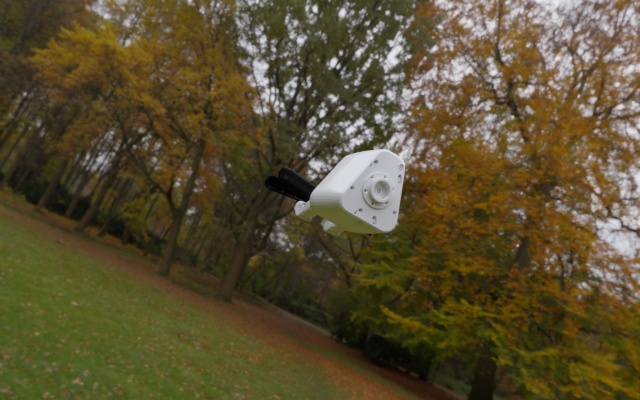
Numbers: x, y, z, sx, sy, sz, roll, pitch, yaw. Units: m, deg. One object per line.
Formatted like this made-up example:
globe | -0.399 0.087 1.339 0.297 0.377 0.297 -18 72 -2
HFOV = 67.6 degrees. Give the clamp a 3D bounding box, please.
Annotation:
clamp | 0.001 0.002 0.820 0.210 0.036 0.164 28 -8 -19
